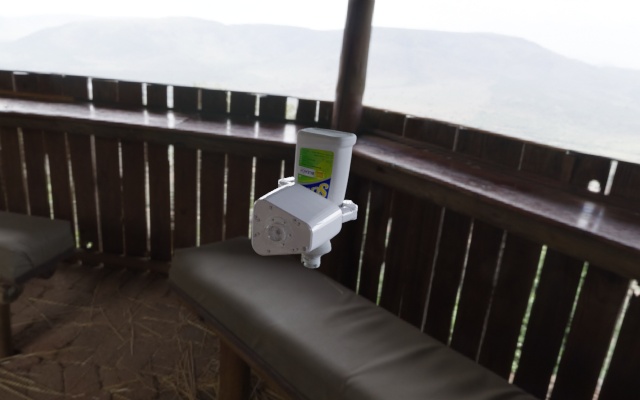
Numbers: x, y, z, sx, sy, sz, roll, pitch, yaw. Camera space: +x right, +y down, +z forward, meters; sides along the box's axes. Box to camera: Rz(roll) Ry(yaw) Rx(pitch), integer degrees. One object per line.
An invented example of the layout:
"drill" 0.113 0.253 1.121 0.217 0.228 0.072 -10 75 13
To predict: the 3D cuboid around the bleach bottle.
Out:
"bleach bottle" 0.000 0.003 0.850 0.102 0.251 0.068 13 19 24
